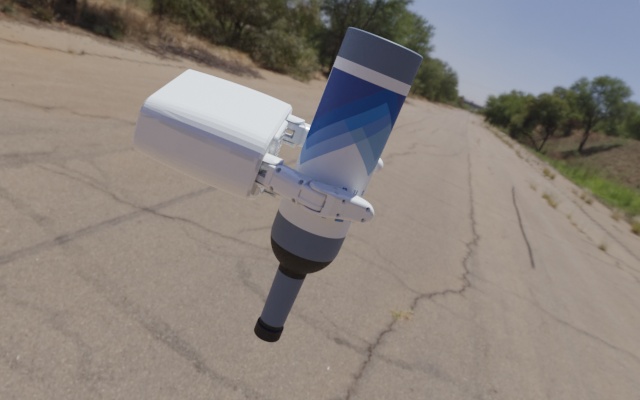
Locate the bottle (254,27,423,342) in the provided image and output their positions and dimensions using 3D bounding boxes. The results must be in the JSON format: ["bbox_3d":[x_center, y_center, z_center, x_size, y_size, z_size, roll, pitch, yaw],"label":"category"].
[{"bbox_3d":[0.000,0.001,0.432,0.069,0.296,0.069,20,16,-6],"label":"bottle"}]
